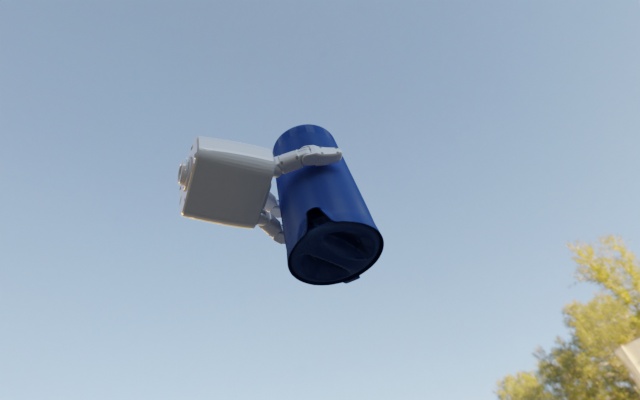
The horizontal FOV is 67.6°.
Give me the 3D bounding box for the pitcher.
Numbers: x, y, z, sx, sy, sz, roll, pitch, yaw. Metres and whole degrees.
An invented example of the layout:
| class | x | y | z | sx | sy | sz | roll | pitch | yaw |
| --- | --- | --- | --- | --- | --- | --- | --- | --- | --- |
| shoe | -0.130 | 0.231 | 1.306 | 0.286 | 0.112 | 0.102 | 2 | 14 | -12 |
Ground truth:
| class | x | y | z | sx | sy | sz | roll | pitch | yaw |
| --- | --- | --- | --- | --- | --- | --- | --- | --- | --- |
| pitcher | 0.000 | 0.002 | 0.725 | 0.145 | 0.149 | 0.242 | 9 | 41 | -24 |
